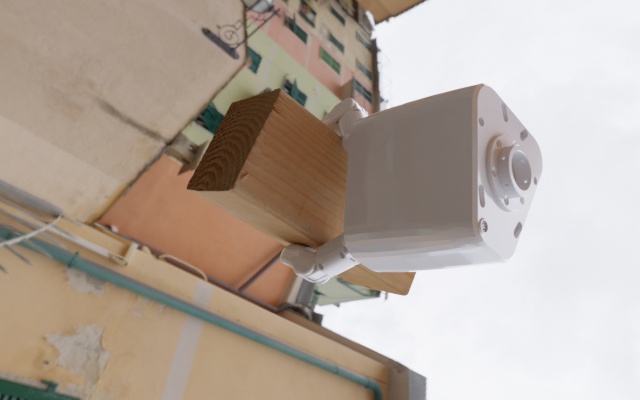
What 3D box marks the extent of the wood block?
[{"bbox_3d":[0.000,0.002,0.434,0.206,0.090,0.090,34,-18,-32],"label":"wood block"}]
